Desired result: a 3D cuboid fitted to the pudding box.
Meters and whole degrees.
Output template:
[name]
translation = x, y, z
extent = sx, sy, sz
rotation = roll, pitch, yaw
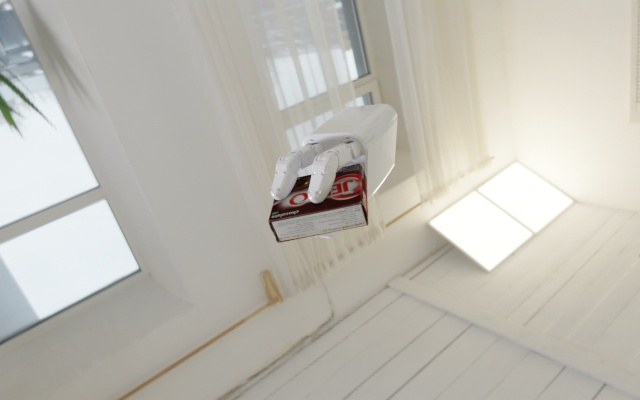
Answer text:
[pudding box]
translation = 0.000, 0.002, 0.574
extent = 0.113, 0.039, 0.090
rotation = -14, 30, 12
